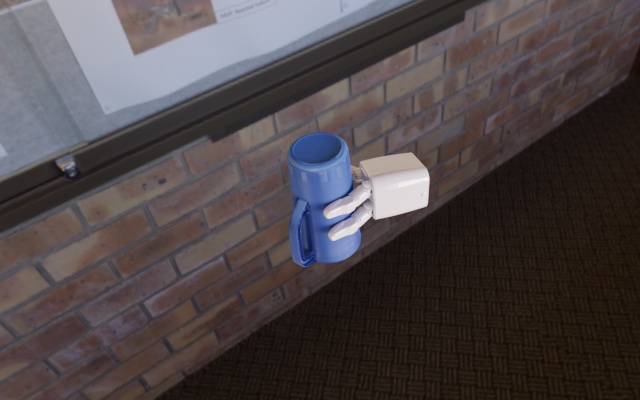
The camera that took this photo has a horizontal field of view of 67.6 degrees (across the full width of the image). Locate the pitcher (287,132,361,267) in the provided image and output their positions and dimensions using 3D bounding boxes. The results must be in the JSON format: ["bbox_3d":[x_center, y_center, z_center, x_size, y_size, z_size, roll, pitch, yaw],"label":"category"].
[{"bbox_3d":[0.000,0.003,0.900,0.145,0.243,0.149,-11,44,-3],"label":"pitcher"}]
